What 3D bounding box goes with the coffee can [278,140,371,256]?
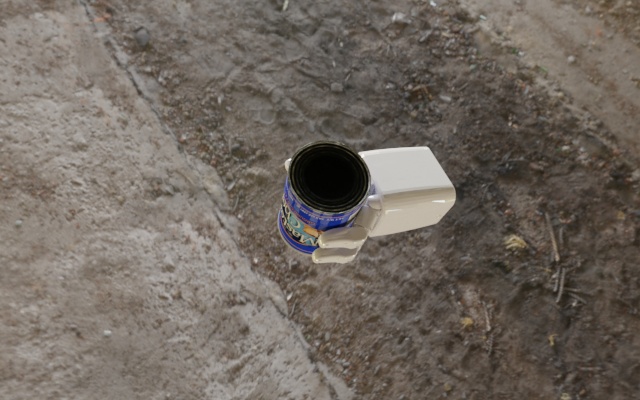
[{"bbox_3d":[0.000,0.002,0.631,0.103,0.102,0.140,0,-27,-10],"label":"coffee can"}]
